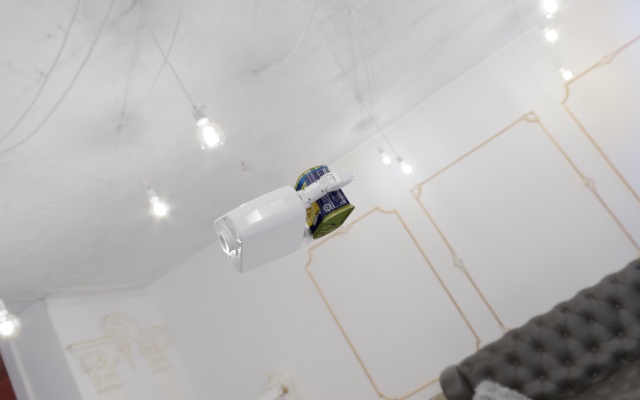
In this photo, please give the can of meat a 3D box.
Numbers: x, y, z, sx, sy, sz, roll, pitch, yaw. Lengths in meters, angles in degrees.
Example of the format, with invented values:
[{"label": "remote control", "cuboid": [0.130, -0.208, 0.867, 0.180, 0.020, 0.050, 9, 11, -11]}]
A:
[{"label": "can of meat", "cuboid": [0.000, 0.002, 0.755, 0.057, 0.084, 0.102, -25, -16, -24]}]
